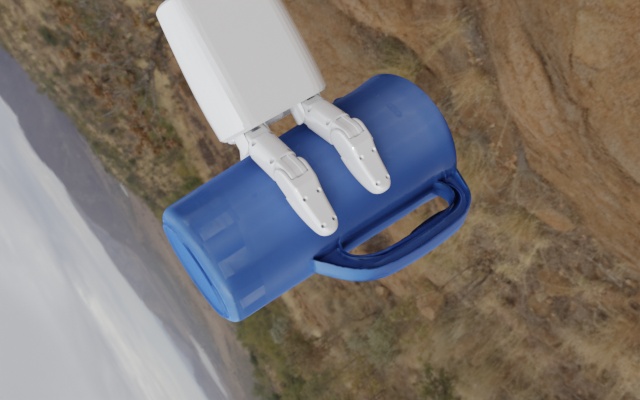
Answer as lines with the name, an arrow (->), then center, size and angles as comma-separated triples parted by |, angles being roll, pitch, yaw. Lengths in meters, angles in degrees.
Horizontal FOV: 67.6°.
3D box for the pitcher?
pitcher -> 0.000, 0.001, 0.418 | 0.243, 0.145, 0.149 | -33, 13, -23
